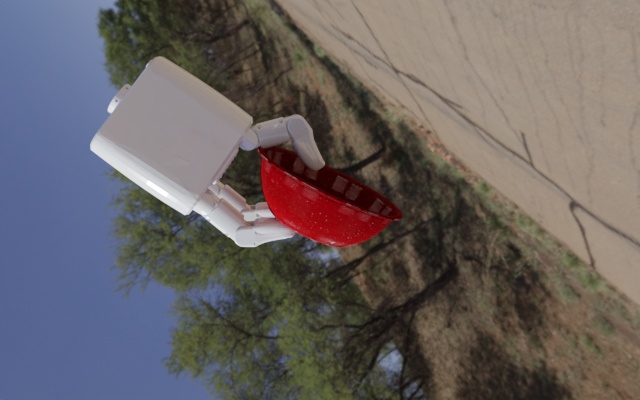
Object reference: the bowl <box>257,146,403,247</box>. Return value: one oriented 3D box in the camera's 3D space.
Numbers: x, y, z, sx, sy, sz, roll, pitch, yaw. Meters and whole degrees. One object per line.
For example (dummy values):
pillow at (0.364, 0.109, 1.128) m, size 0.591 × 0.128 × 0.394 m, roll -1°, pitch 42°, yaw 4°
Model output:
bowl at (0.001, 0.003, 0.489) m, size 0.162 × 0.055 × 0.162 m, roll 24°, pitch 12°, yaw -5°
